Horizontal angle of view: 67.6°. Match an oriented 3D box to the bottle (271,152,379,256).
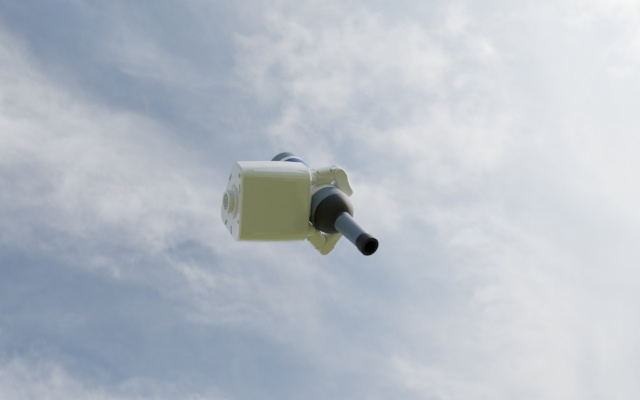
[{"bbox_3d":[0.000,0.002,0.739,0.069,0.069,0.295,0,23,-29],"label":"bottle"}]
